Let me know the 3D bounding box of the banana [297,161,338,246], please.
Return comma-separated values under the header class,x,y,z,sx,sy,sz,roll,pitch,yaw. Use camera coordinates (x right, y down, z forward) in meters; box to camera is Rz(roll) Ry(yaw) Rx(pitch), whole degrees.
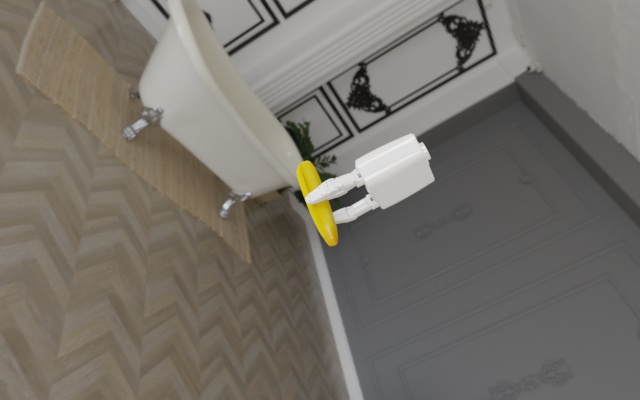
class,x,y,z,sx,sy,sz,roll,pitch,yaw
banana,-0.008,-0.010,0.842,0.037,0.197,0.070,-27,-43,7
